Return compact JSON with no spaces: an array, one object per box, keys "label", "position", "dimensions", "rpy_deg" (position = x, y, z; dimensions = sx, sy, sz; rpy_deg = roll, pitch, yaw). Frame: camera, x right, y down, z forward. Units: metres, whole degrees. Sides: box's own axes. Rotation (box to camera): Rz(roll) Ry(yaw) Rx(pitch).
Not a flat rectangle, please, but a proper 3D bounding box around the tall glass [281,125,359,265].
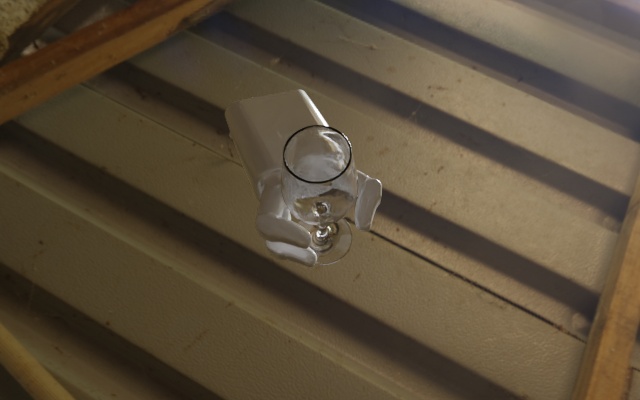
[{"label":"tall glass","position":[0.000,0.002,0.513],"dimensions":[0.079,0.079,0.201],"rpy_deg":[0,-26,2]}]
